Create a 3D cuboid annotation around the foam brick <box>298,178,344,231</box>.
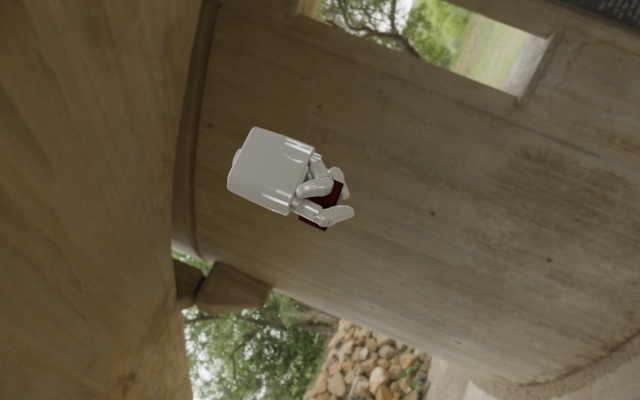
[{"bbox_3d":[0.000,0.003,0.786,0.051,0.053,0.078,22,-37,3],"label":"foam brick"}]
